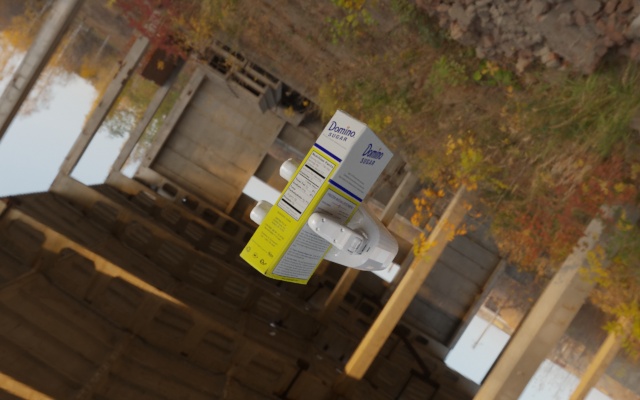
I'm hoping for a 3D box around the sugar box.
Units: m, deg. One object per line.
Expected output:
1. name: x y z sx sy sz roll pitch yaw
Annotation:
1. sugar box: 0.000 0.001 0.499 0.048 0.176 0.093 33 2 28
